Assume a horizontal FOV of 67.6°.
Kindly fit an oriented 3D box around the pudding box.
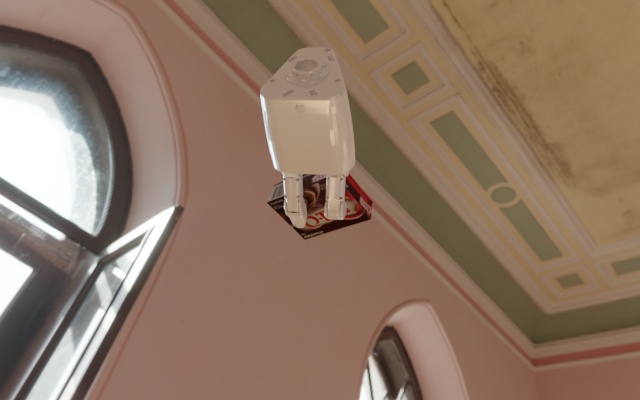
[{"bbox_3d":[0.000,0.002,0.641,0.113,0.039,0.090,-18,-49,31],"label":"pudding box"}]
